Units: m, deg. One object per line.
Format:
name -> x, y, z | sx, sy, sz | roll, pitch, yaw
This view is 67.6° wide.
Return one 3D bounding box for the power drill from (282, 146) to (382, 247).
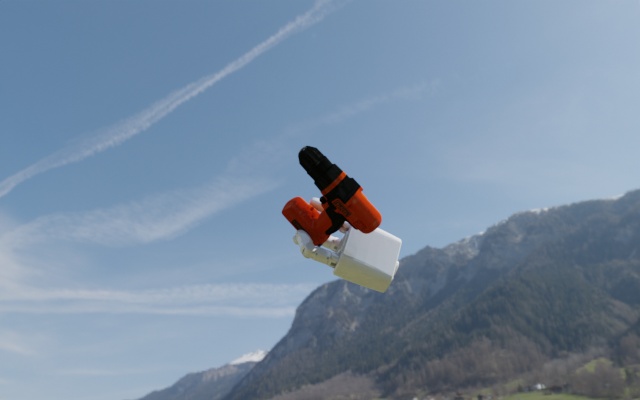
power drill -> 0.000, 0.003, 0.860 | 0.057, 0.184, 0.188 | -45, 6, -32
